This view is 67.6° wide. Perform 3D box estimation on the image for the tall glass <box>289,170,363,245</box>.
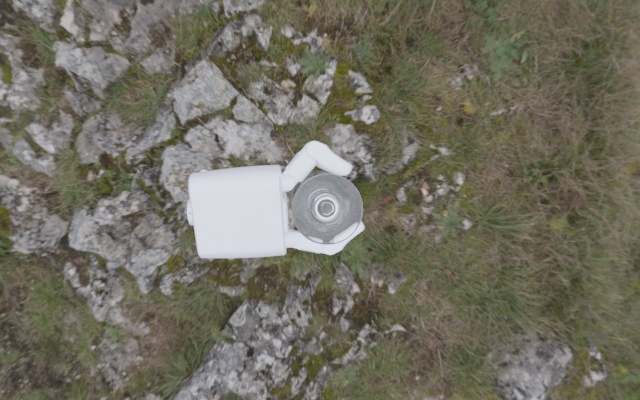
[{"bbox_3d":[0.000,0.002,0.591,0.079,0.079,0.201,0,4,-4],"label":"tall glass"}]
